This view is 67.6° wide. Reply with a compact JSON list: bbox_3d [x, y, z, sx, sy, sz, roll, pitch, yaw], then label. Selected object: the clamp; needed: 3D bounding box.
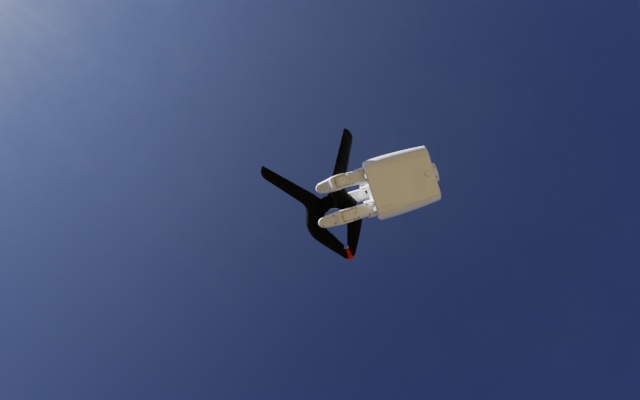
[{"bbox_3d":[0.001,0.003,0.797,0.164,0.210,0.036,-17,-2,6],"label":"clamp"}]
